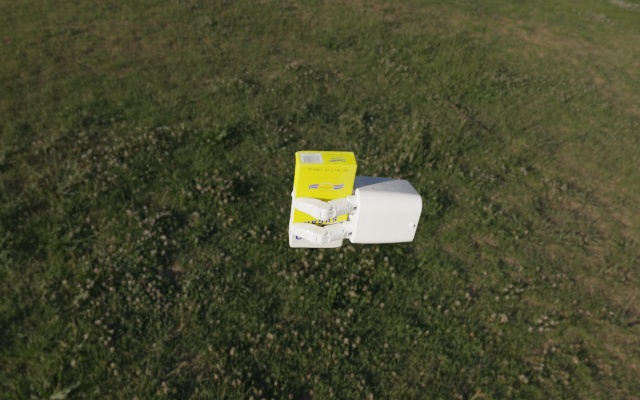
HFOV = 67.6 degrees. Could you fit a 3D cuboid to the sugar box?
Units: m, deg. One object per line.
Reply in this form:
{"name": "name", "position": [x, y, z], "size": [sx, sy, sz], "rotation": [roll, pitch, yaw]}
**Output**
{"name": "sugar box", "position": [0.000, 0.003, 0.785], "size": [0.093, 0.176, 0.048], "rotation": [1, 37, -8]}
